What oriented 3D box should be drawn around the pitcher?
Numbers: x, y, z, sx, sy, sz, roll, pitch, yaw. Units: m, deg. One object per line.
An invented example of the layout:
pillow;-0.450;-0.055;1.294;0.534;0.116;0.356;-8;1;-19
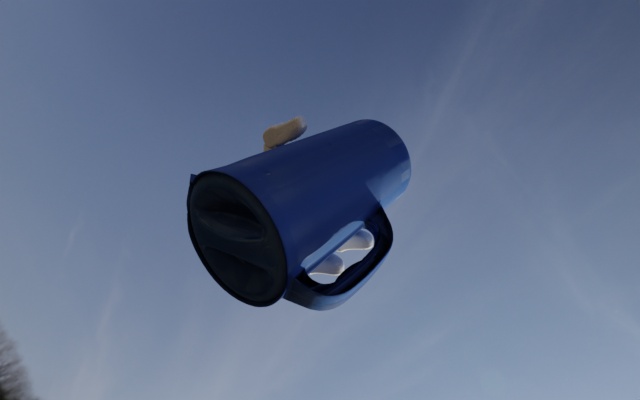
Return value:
pitcher;0.000;0.002;0.498;0.145;0.149;0.242;-8;16;45
